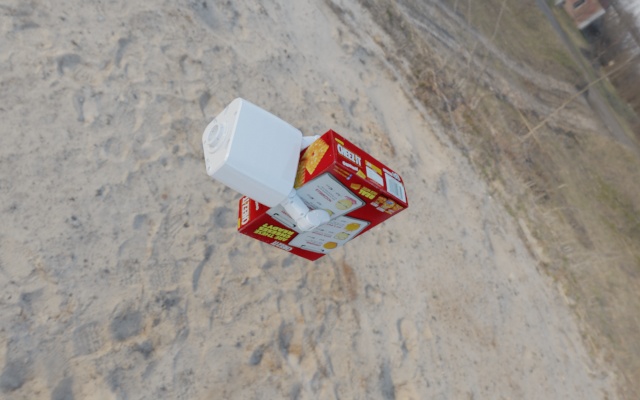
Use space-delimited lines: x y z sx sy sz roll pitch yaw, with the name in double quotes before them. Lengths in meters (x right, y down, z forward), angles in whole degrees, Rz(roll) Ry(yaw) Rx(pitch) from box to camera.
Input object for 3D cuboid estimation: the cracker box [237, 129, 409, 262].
"cracker box" 0.000 0.002 0.740 0.164 0.072 0.214 27 -46 -36
